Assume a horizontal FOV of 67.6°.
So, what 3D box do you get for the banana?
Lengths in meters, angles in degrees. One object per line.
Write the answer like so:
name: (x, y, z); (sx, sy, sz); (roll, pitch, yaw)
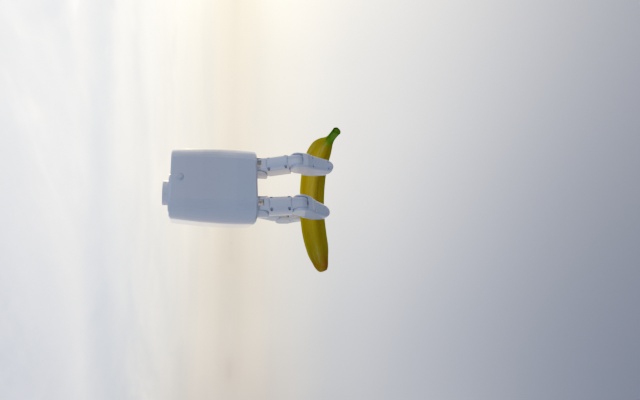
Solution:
banana: (-0.006, -0.002, 0.670); (0.037, 0.198, 0.069); (4, 0, -21)
